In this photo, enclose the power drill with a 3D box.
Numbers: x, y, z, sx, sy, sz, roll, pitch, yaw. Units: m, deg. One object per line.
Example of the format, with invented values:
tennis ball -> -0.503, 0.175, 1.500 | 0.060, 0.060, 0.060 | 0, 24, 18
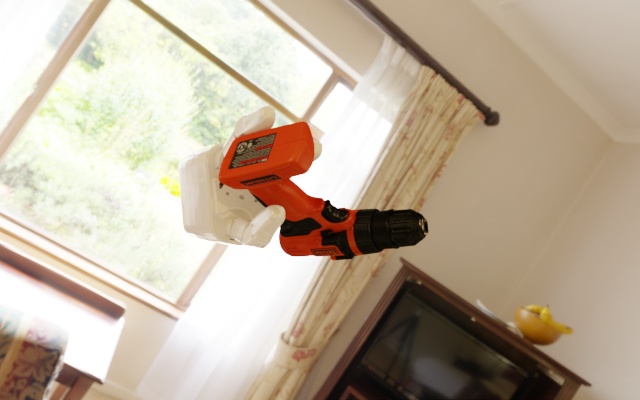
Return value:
power drill -> 0.000, 0.001, 0.502 | 0.184, 0.057, 0.188 | -10, -40, 30
